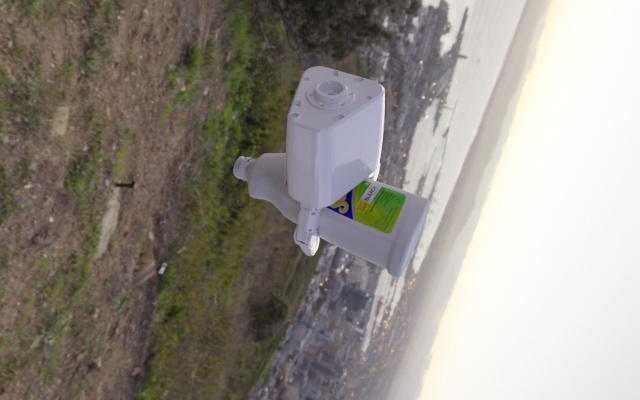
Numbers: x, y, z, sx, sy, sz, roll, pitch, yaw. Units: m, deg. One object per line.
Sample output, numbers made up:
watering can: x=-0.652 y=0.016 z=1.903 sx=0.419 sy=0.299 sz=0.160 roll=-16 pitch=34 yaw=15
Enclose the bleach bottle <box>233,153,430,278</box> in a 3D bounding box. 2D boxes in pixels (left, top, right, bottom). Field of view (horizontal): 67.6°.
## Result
bleach bottle: x=0.000 y=0.002 z=0.594 sx=0.251 sy=0.102 sz=0.068 roll=20 pitch=-38 yaw=17
